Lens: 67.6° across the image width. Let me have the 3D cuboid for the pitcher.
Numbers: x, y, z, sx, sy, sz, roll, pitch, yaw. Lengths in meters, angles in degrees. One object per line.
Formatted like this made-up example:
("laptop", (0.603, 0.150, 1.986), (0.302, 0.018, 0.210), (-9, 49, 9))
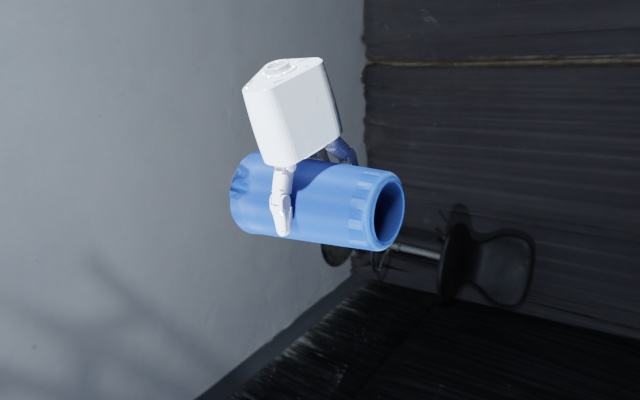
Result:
("pitcher", (0.000, 0.002, 0.708), (0.243, 0.145, 0.149), (9, 39, 35))
